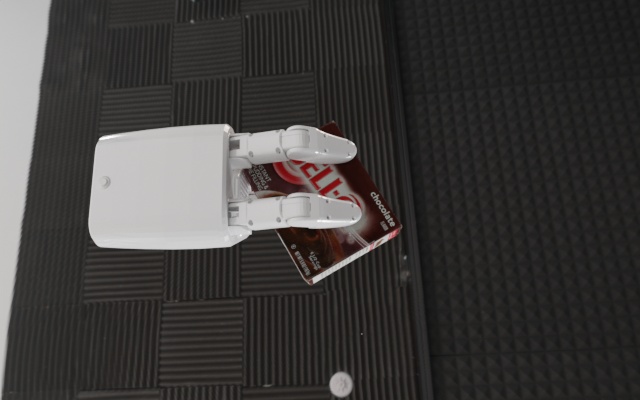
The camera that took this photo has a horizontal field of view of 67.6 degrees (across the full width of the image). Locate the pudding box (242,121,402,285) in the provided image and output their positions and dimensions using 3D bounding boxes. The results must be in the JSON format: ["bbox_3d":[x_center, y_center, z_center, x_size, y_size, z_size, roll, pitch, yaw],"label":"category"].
[{"bbox_3d":[0.000,0.001,0.404,0.090,0.113,0.039,-29,-14,-7],"label":"pudding box"}]
